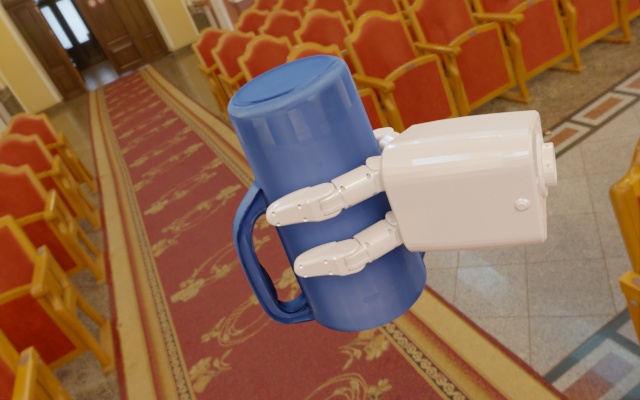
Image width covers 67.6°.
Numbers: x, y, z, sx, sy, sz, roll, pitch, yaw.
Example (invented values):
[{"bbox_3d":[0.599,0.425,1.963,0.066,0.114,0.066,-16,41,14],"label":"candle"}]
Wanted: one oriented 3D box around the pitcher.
[{"bbox_3d":[0.000,0.001,0.451,0.145,0.243,0.149,-4,34,30],"label":"pitcher"}]
